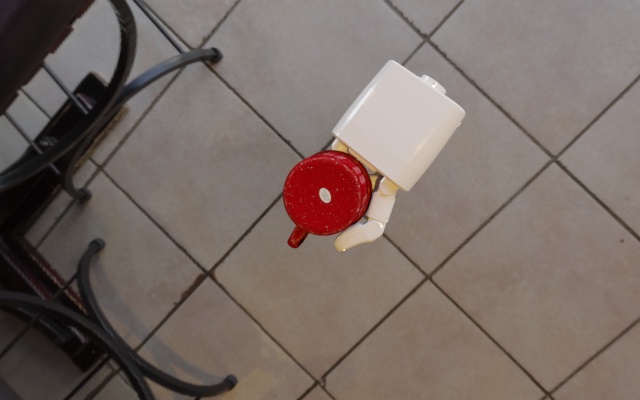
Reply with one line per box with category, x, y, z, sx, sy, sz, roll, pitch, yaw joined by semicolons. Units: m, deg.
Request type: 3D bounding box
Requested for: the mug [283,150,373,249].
mug;-0.001;0.003;0.509;0.093;0.117;0.081;37;9;4
